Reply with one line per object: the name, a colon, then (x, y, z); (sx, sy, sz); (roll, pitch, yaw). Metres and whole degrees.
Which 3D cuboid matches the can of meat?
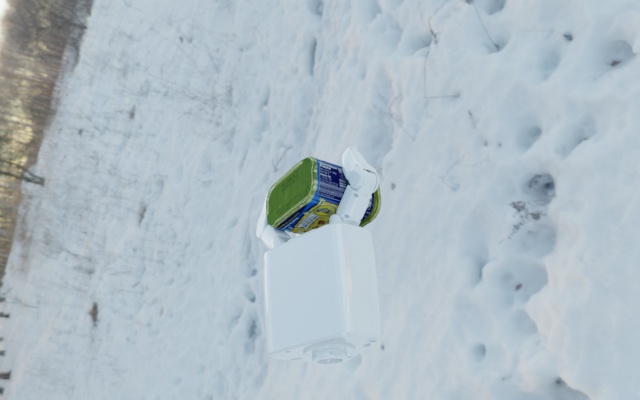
can of meat: (0.000, 0.002, 0.513); (0.084, 0.057, 0.102); (16, -34, -31)
